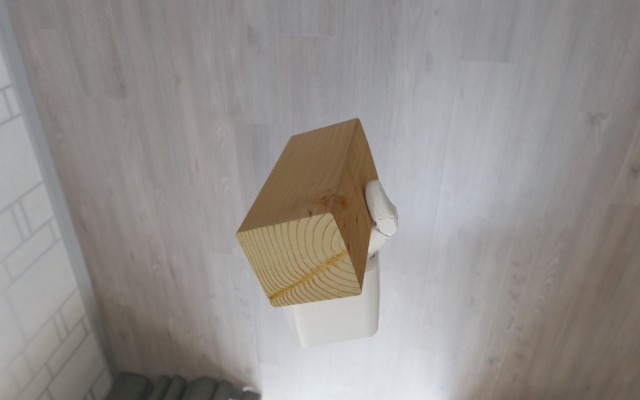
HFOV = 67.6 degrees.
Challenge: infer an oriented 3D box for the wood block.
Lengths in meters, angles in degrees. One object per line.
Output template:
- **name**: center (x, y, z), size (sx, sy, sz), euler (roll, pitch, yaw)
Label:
- **wood block**: center (0.000, 0.002, 0.495), size (0.091, 0.090, 0.206), euler (-12, 28, 18)
